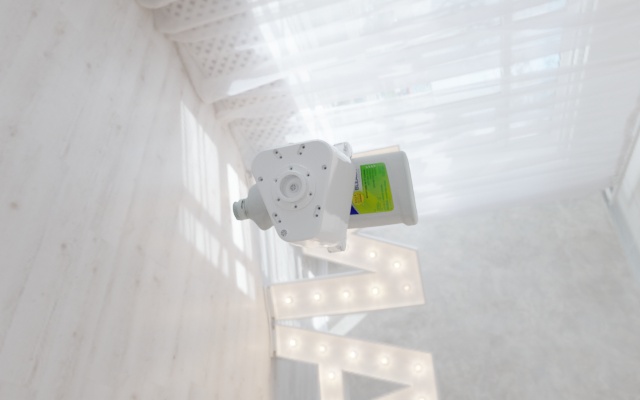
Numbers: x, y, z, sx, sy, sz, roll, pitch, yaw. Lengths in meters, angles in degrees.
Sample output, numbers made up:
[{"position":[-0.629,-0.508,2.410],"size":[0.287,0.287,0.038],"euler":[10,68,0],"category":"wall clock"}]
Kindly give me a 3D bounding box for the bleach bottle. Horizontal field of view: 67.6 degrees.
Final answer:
[{"position":[0.000,0.002,0.655],"size":[0.251,0.102,0.068],"euler":[-10,-10,14],"category":"bleach bottle"}]
